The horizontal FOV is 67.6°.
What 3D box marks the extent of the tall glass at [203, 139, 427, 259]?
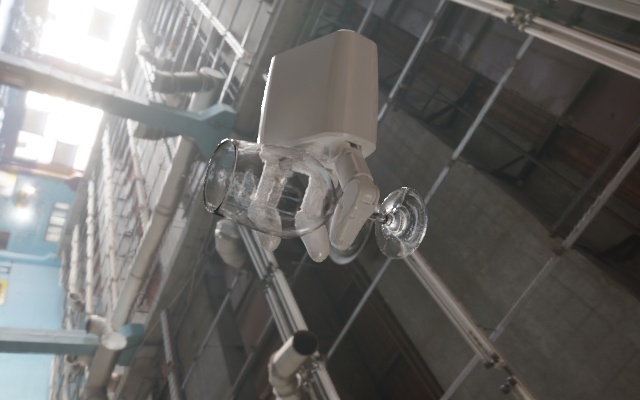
[{"bbox_3d":[0.001,0.002,0.434,0.201,0.079,0.079,14,-8,-32],"label":"tall glass"}]
